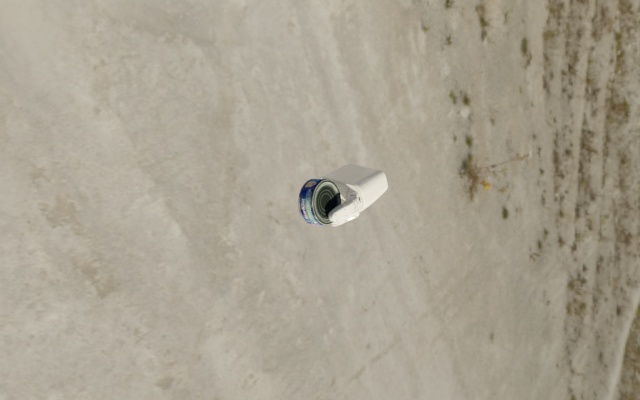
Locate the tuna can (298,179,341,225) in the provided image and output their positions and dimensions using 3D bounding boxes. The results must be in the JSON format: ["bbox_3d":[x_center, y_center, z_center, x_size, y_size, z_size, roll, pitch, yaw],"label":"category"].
[{"bbox_3d":[0.001,0.003,0.871,0.034,0.086,0.086,2,1,40],"label":"tuna can"}]
